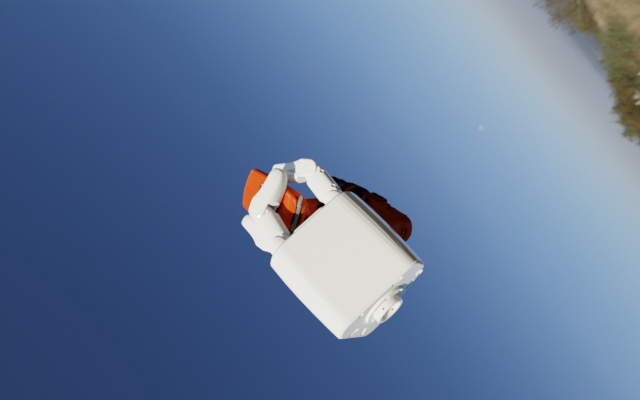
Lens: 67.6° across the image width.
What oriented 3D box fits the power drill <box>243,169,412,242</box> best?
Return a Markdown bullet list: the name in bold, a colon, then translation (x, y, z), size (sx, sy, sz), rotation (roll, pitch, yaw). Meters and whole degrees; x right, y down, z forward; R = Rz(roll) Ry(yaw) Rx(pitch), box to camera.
- **power drill**: translation (0.000, 0.002, 0.616), size (0.187, 0.057, 0.184), rotation (5, 17, -36)
